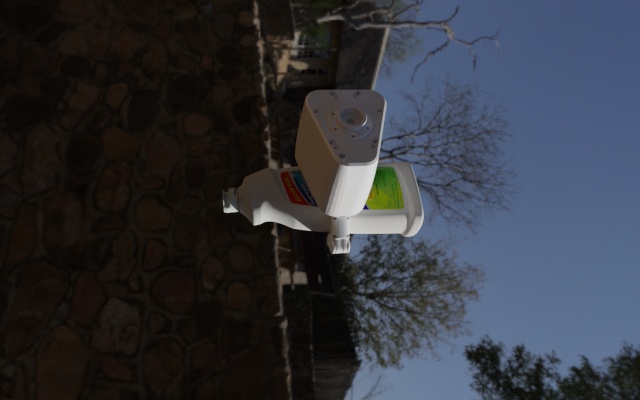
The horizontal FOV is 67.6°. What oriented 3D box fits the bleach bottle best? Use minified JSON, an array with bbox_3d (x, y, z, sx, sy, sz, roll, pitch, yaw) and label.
[{"bbox_3d":[0.000,0.002,0.627,0.251,0.102,0.068,-3,-29,-9],"label":"bleach bottle"}]
